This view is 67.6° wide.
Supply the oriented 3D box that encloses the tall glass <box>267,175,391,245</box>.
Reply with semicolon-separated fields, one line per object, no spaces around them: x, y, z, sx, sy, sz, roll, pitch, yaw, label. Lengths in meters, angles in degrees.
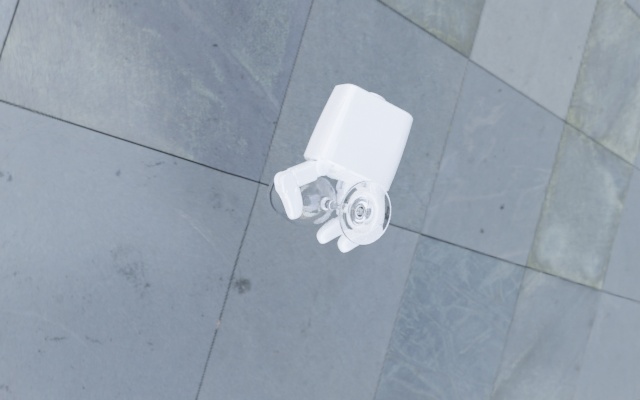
0.000;0.002;0.629;0.079;0.079;0.201;0;7;-32;tall glass
